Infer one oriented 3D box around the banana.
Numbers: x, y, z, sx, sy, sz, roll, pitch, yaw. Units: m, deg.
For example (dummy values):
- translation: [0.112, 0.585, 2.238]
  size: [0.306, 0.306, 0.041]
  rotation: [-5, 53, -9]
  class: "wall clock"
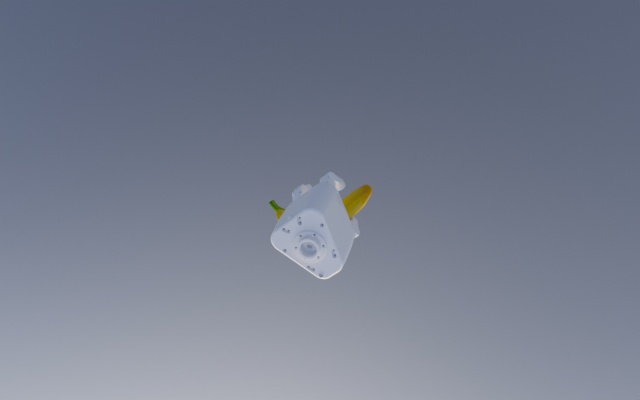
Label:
- translation: [0.001, 0.021, 0.855]
  size: [0.198, 0.070, 0.037]
  rotation: [-9, 14, 17]
  class: "banana"
